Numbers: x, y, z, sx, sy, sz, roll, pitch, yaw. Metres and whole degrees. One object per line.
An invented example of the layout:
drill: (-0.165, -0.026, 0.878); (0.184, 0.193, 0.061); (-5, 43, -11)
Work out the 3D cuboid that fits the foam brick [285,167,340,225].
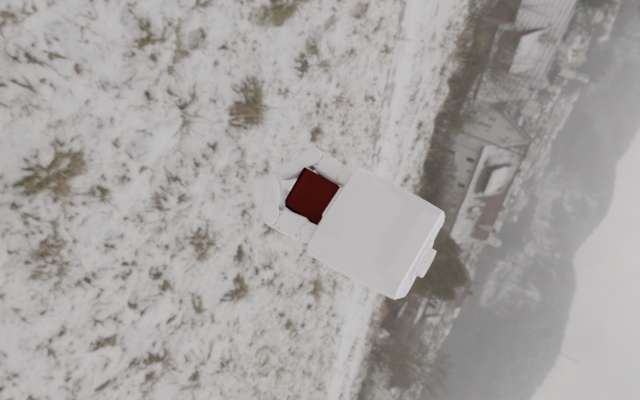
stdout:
foam brick: (0.000, 0.002, 0.565); (0.051, 0.053, 0.078); (30, 1, 19)
